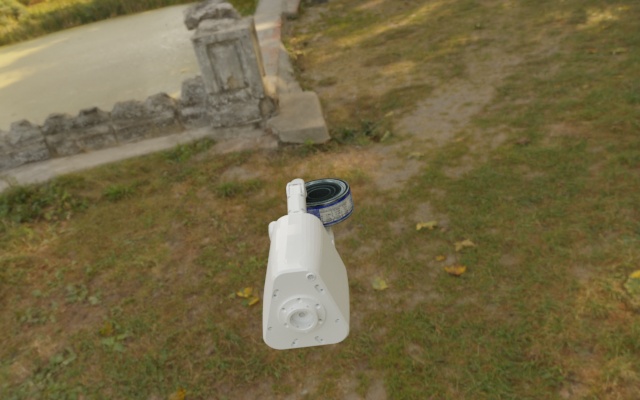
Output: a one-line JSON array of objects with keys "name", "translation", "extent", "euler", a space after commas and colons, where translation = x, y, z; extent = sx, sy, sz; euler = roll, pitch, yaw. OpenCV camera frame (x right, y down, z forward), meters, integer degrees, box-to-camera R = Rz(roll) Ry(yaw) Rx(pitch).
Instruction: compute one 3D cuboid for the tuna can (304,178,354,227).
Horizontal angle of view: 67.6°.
[{"name": "tuna can", "translation": [0.000, 0.002, 0.638], "extent": [0.086, 0.034, 0.086], "euler": [-9, 25, 4]}]
